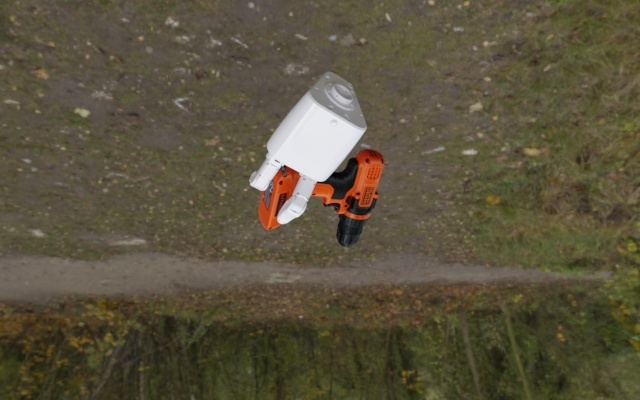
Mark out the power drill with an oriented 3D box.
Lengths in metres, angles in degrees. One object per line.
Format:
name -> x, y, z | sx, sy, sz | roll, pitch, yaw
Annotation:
power drill -> 0.000, 0.002, 0.761 | 0.187, 0.184, 0.057 | -2, 33, -25
